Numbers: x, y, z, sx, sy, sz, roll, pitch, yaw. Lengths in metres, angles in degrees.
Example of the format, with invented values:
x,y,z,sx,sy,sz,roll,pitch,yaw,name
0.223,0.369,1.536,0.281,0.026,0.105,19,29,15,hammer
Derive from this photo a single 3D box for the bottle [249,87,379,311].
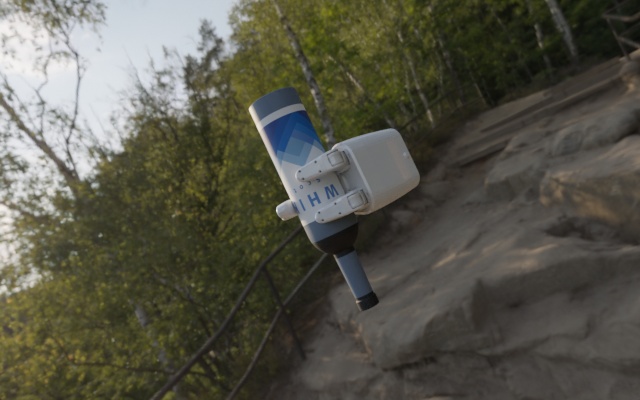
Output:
x,y,z,sx,sy,sz,roll,pitch,yaw,name
0.000,0.002,0.614,0.069,0.295,0.069,-25,-2,-1,bottle
